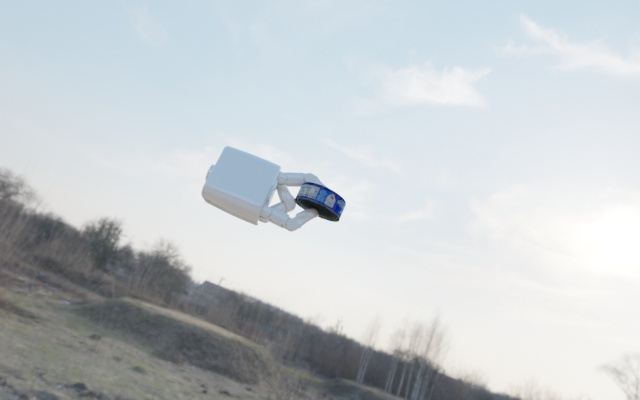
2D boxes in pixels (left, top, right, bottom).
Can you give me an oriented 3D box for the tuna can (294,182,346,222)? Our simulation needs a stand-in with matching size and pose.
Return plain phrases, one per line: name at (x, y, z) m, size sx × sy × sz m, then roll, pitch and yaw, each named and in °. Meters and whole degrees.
tuna can at (0.000, 0.002, 0.823) m, size 0.086 × 0.033 × 0.086 m, roll 23°, pitch -15°, yaw 7°
